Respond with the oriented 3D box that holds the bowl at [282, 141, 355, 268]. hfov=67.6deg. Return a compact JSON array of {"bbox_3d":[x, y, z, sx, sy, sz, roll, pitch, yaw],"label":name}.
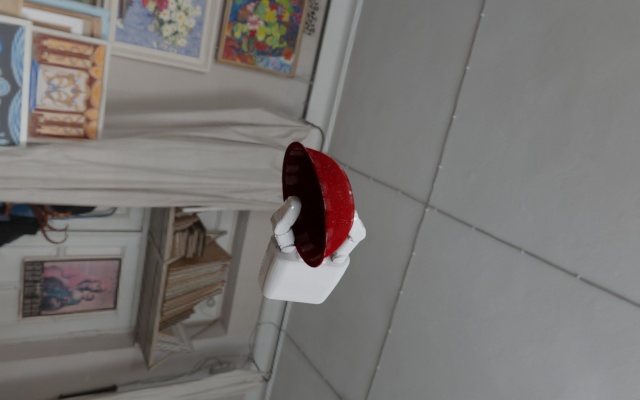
[{"bbox_3d":[0.001,0.001,0.612,0.055,0.162,0.162,-10,3,-20],"label":"bowl"}]
